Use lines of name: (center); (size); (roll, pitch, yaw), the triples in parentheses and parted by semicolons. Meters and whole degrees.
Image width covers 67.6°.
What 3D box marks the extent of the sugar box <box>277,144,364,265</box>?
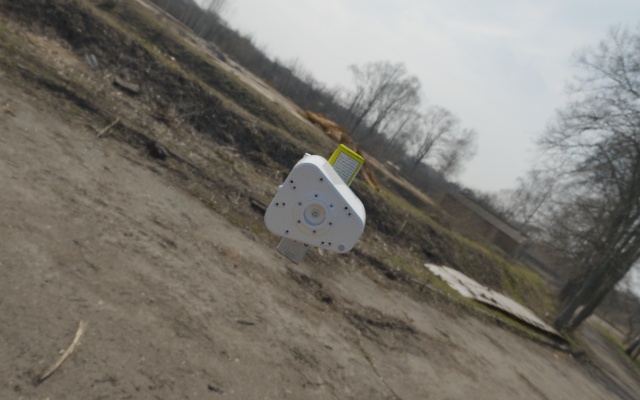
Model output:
sugar box: (0.000, 0.002, 0.703); (0.048, 0.176, 0.093); (34, 8, -1)
